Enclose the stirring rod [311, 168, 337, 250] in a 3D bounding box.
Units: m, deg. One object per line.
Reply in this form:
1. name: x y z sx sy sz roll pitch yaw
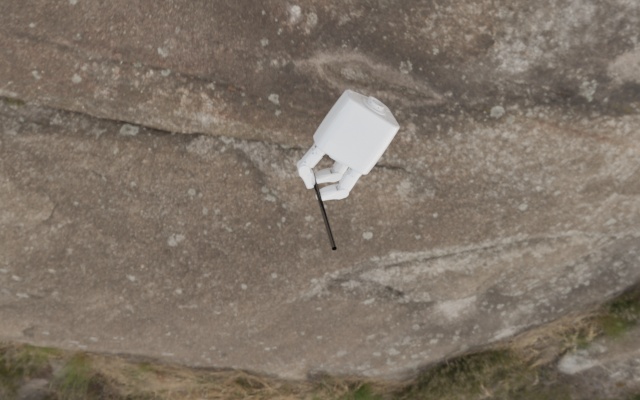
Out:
1. stirring rod: 0.000 0.003 0.853 0.011 0.011 0.239 0 38 -13
